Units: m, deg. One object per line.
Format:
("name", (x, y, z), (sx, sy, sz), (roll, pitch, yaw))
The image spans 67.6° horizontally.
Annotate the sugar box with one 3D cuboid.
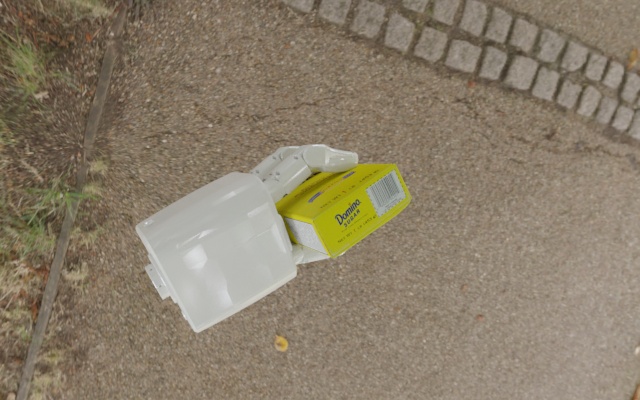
("sugar box", (0.000, 0.001, 0.473), (0.093, 0.048, 0.176), (-33, 19, -20))
